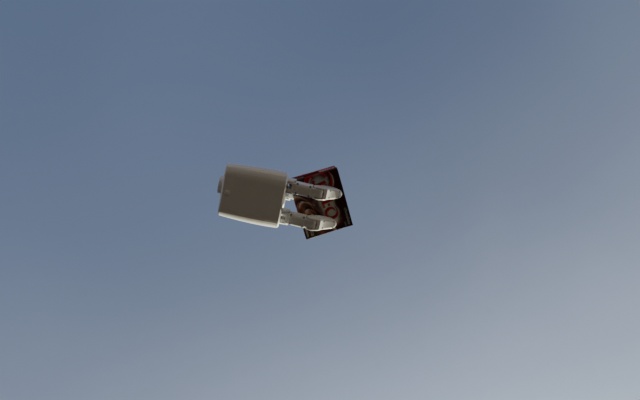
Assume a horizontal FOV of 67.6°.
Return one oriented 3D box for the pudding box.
[{"bbox_3d":[0.000,0.003,0.862,0.090,0.113,0.039,-17,15,-2],"label":"pudding box"}]
